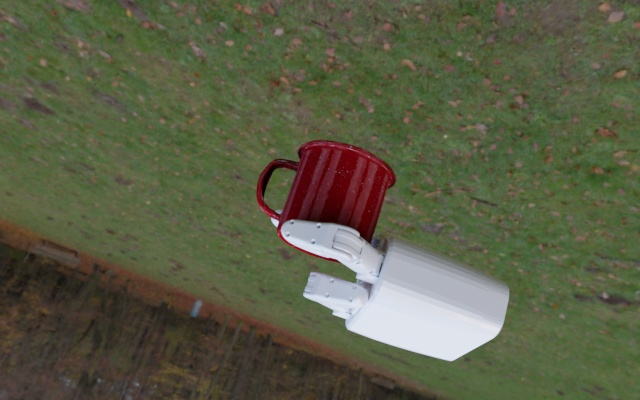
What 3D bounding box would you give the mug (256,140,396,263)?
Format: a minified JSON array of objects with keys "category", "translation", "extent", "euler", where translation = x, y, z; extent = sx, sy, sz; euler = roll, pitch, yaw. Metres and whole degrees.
[{"category":"mug","translation":[-0.001,0.001,0.422],"extent":[0.117,0.081,0.093],"euler":[19,-18,0]}]
